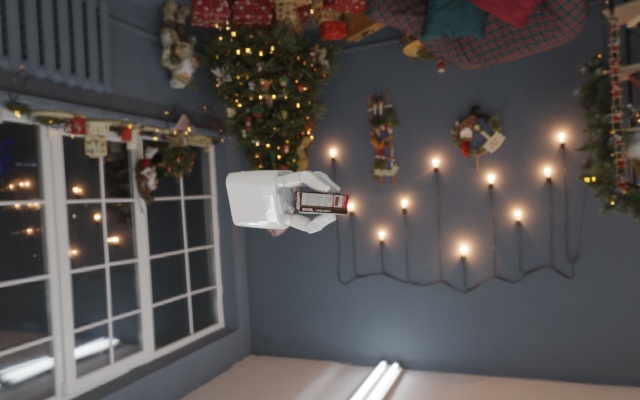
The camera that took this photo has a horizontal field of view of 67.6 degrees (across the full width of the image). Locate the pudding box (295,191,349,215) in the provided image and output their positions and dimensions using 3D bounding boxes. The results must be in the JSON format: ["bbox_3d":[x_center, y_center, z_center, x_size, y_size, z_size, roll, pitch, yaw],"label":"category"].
[{"bbox_3d":[0.000,0.003,0.883,0.090,0.039,0.113,3,3,-6],"label":"pudding box"}]
